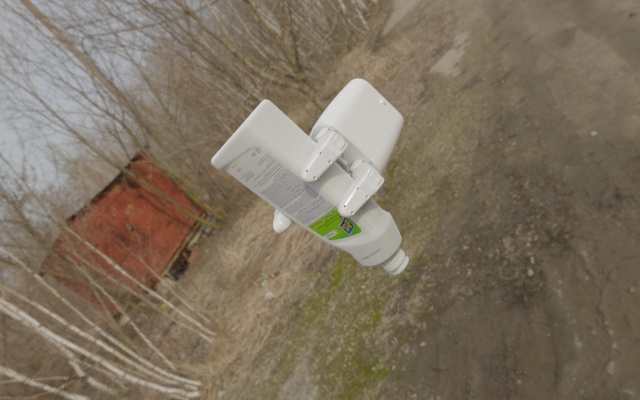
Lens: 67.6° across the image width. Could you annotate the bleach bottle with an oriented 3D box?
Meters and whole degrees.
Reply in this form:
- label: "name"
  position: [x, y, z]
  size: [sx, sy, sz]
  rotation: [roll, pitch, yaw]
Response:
- label: "bleach bottle"
  position: [0.000, 0.002, 0.557]
  size: [0.251, 0.068, 0.102]
  rotation: [41, -40, -13]
